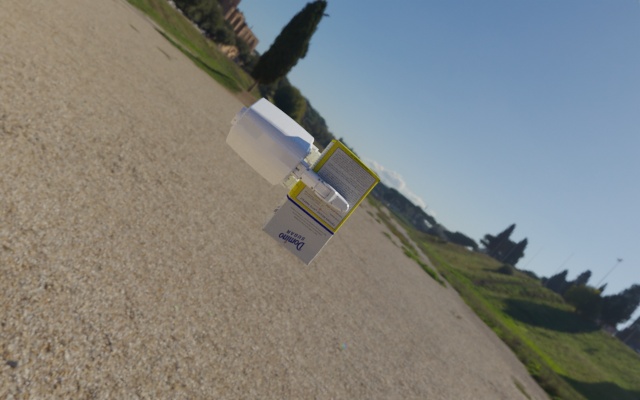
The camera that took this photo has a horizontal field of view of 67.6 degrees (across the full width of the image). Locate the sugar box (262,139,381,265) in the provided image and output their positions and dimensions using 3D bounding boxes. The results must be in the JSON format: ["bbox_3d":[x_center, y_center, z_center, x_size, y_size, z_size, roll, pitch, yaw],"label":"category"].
[{"bbox_3d":[0.000,0.002,0.736,0.093,0.176,0.048,40,5,-12],"label":"sugar box"}]
